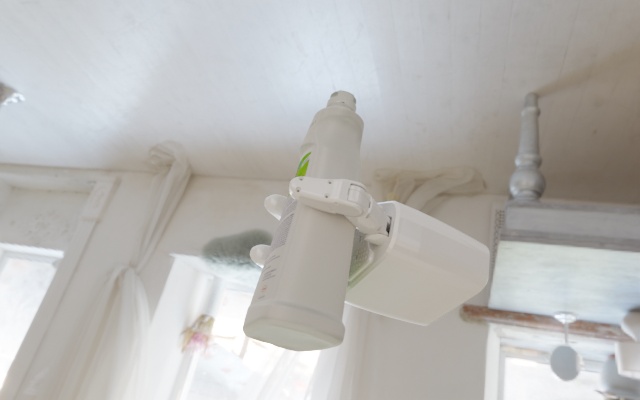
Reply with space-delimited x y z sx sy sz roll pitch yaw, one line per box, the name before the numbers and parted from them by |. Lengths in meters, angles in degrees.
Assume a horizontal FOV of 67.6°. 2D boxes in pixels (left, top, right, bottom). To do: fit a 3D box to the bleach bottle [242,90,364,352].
bleach bottle | 0.000 0.001 0.431 0.068 0.250 0.102 22 -28 -16
